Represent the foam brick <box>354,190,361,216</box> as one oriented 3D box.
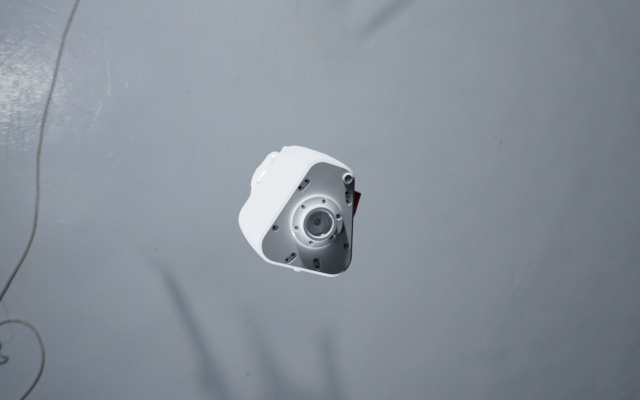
[{"bbox_3d":[0.000,0.002,0.571,0.078,0.053,0.051,16,4,-20],"label":"foam brick"}]
